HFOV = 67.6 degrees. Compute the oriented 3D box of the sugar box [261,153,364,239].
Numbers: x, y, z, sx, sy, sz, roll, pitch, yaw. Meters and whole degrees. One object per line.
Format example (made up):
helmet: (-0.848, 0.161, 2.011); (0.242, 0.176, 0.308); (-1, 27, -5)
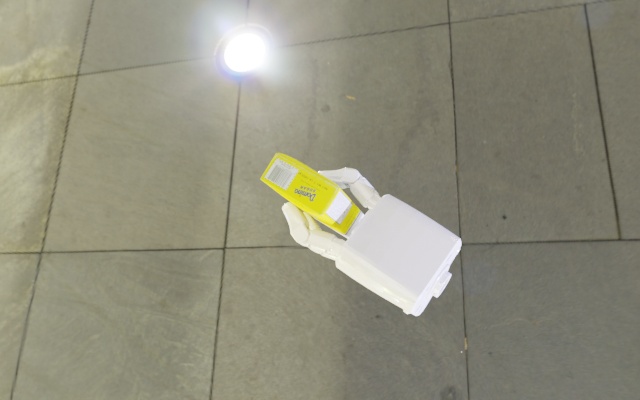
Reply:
sugar box: (0.000, 0.003, 0.619); (0.093, 0.048, 0.176); (31, -6, 23)
